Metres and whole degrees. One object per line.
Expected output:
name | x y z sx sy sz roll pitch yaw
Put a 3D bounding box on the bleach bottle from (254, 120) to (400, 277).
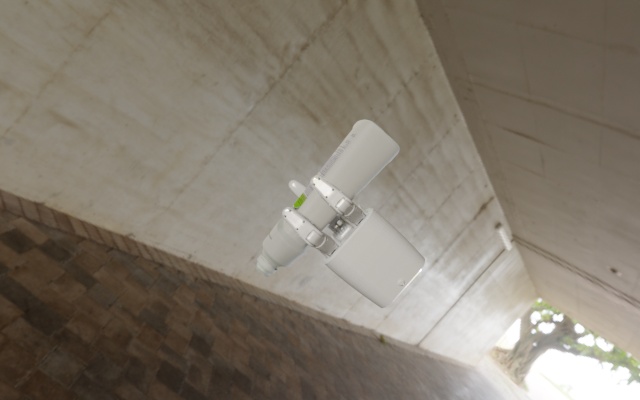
bleach bottle | 0.000 0.002 0.666 0.068 0.251 0.102 41 2 -8
